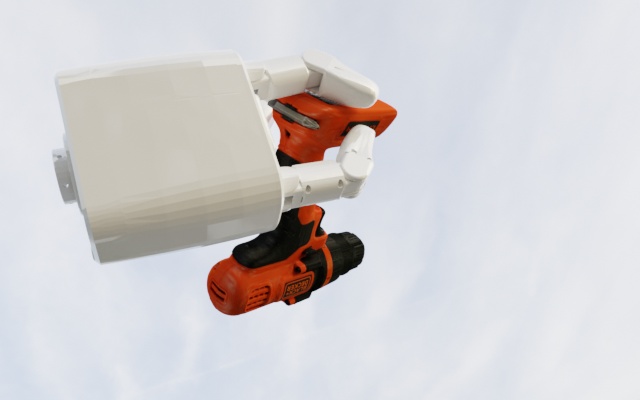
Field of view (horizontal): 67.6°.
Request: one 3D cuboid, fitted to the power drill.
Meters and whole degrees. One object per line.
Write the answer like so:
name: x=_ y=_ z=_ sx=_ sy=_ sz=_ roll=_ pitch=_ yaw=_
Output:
power drill: x=0.000 y=0.001 z=0.408 sx=0.057 sy=0.188 sz=0.184 roll=31 pitch=26 yaw=31
